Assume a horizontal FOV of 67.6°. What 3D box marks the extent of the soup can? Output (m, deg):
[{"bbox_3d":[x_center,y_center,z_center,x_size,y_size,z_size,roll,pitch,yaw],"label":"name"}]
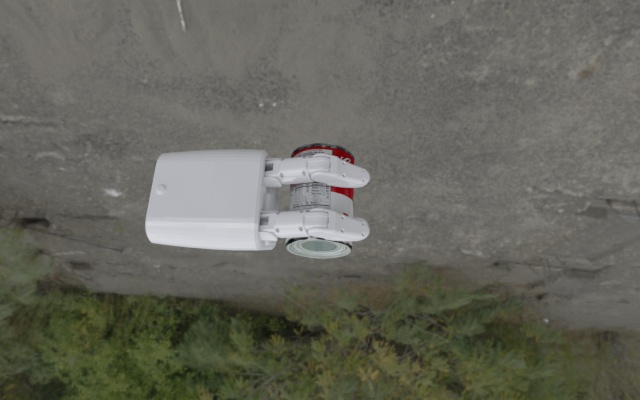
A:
[{"bbox_3d":[0.001,0.002,0.489,0.068,0.102,0.068,2,-22,1],"label":"soup can"}]
